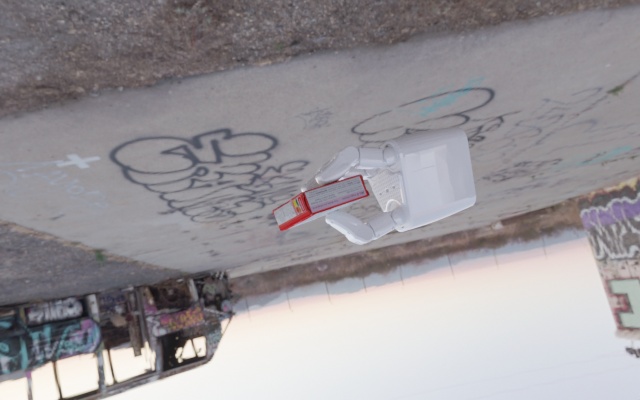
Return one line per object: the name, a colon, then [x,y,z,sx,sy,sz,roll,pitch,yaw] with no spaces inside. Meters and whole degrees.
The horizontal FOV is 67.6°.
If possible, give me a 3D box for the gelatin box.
gelatin box: [0.000,0.002,0.550,0.089,0.030,0.073,-19,-5,-35]
